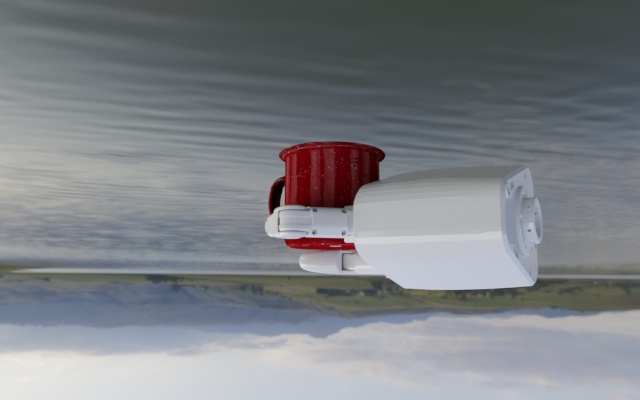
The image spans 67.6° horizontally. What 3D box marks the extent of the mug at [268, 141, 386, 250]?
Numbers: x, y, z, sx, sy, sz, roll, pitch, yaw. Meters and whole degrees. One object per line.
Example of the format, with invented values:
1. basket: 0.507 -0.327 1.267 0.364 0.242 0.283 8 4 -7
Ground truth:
1. mug: -0.001 0.002 0.420 0.117 0.081 0.093 -5 -10 34
